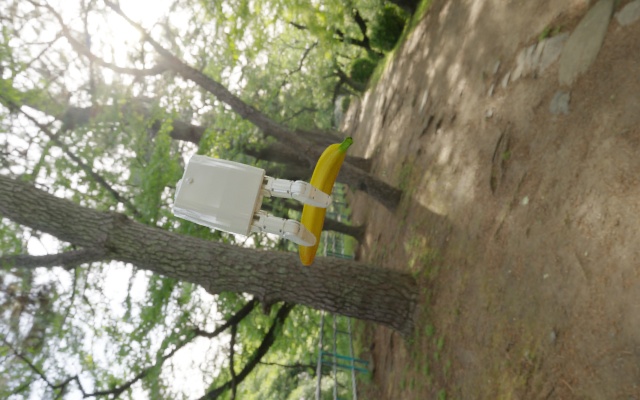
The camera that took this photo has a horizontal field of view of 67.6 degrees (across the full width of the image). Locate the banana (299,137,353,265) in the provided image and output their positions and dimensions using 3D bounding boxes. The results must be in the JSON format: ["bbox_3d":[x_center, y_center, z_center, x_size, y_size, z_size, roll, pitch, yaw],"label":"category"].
[{"bbox_3d":[-0.001,-0.003,0.720,0.037,0.198,0.069,17,3,-9],"label":"banana"}]
